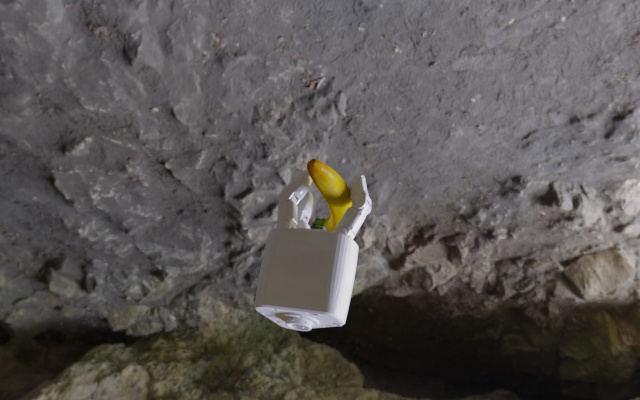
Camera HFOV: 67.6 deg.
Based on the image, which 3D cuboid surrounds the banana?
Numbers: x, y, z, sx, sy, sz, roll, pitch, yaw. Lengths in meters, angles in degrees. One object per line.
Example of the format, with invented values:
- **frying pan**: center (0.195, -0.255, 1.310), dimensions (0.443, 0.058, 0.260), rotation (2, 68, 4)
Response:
- **banana**: center (0.018, 0.008, 0.682), dimensions (0.069, 0.037, 0.198), rotation (12, -27, 9)
